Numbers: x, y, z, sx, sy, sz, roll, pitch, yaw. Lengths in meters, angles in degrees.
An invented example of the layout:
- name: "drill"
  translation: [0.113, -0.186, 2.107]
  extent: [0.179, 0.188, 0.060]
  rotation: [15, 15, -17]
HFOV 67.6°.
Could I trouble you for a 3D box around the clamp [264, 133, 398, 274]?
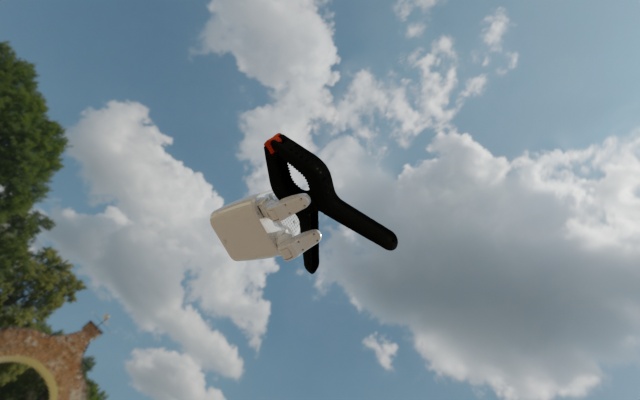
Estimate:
- name: "clamp"
  translation: [0.000, 0.001, 0.638]
  extent: [0.164, 0.210, 0.036]
  rotation: [-15, 20, 38]
